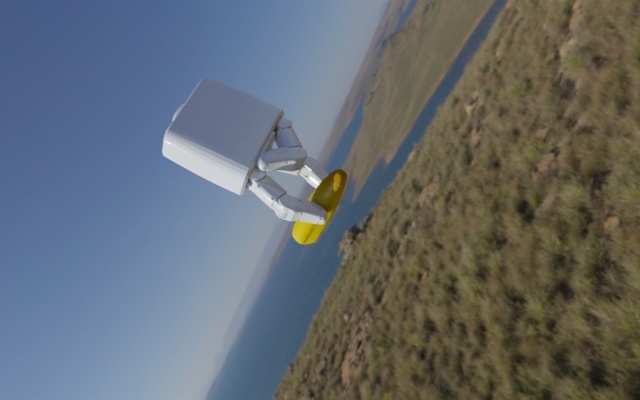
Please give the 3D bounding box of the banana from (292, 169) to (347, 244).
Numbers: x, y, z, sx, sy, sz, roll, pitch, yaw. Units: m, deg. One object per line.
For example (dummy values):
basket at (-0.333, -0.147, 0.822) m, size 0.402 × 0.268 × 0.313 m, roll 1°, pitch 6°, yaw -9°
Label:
banana at (-0.008, 0.019, 0.623) m, size 0.037 × 0.069 × 0.198 m, roll 25°, pitch -19°, yaw -2°
